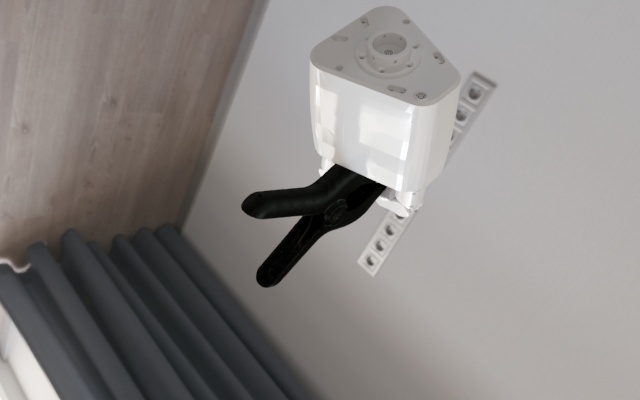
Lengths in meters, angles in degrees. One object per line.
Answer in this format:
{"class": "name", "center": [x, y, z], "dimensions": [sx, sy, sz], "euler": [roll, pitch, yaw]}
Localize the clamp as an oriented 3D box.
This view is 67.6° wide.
{"class": "clamp", "center": [0.001, 0.002, 0.441], "dimensions": [0.171, 0.039, 0.120], "euler": [-39, -27, -18]}
